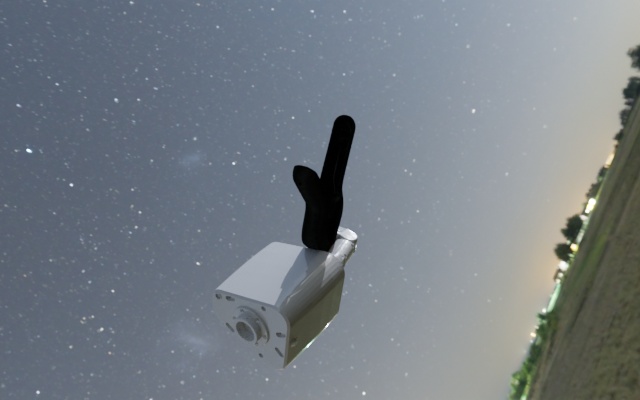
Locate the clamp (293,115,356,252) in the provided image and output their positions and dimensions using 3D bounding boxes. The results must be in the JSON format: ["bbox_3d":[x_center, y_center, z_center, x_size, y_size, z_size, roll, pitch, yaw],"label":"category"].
[{"bbox_3d":[0.000,0.002,0.528,0.039,0.172,0.120,19,34,24],"label":"clamp"}]
